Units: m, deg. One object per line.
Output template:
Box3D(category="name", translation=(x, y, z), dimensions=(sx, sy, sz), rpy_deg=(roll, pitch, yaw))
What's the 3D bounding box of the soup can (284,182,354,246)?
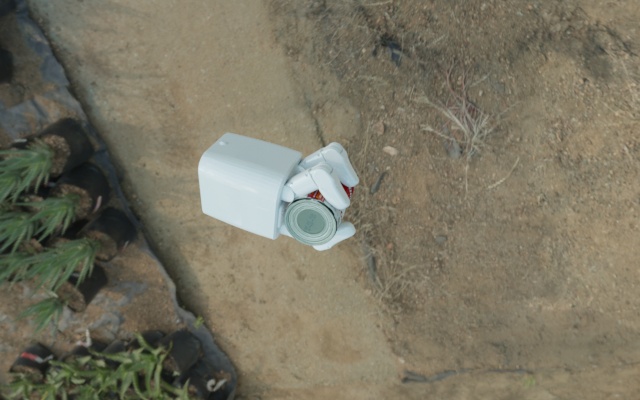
Box3D(category="soup can", translation=(0.000, 0.002, 0.607), dimensions=(0.068, 0.068, 0.102), rpy_deg=(0, 30, 17))
